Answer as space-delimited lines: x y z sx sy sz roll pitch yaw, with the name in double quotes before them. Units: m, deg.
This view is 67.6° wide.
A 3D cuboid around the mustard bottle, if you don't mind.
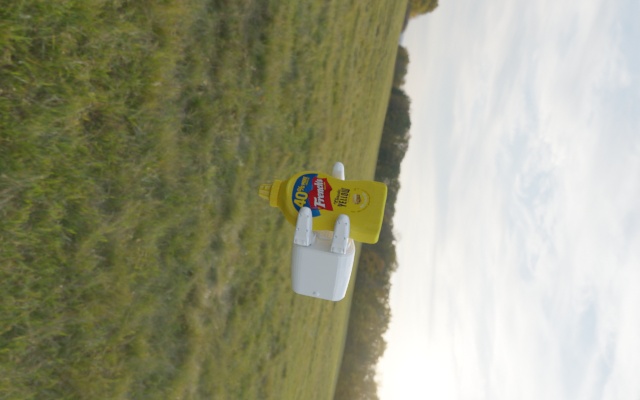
"mustard bottle" 0.000 0.002 0.724 0.191 0.096 0.058 11 -31 6
